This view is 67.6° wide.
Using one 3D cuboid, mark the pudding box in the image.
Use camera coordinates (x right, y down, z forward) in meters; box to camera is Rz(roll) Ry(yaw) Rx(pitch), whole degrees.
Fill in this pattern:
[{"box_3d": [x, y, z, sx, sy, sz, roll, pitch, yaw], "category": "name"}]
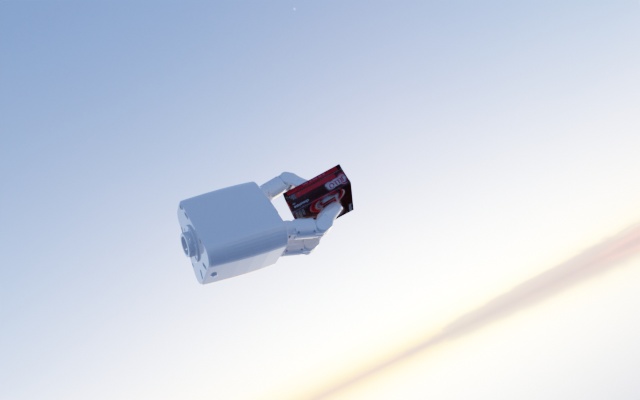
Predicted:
[{"box_3d": [0.000, 0.002, 0.687, 0.090, 0.039, 0.113, -27, -19, -4], "category": "pudding box"}]
